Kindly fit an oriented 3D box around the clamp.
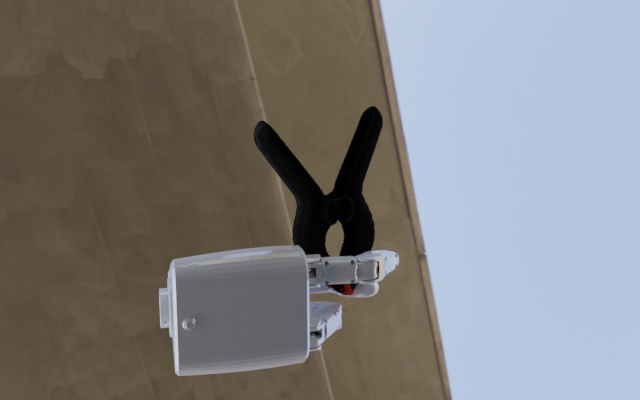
[{"bbox_3d":[0.000,0.001,0.424,0.120,0.171,0.039,-2,5,-19],"label":"clamp"}]
